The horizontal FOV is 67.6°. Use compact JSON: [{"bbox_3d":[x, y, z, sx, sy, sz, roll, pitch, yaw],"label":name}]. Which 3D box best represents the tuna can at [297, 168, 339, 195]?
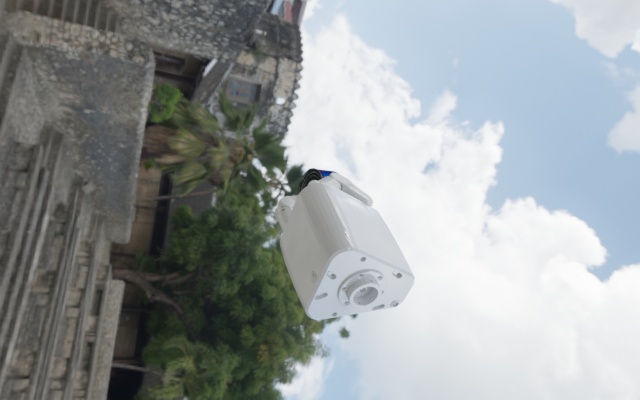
[{"bbox_3d":[0.001,0.002,0.619,0.034,0.086,0.086,5,-2,-26],"label":"tuna can"}]
